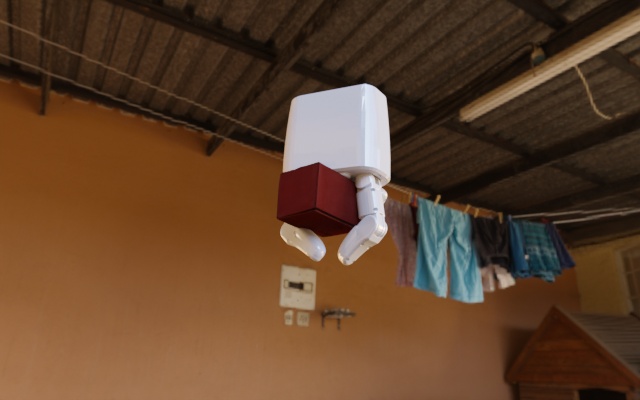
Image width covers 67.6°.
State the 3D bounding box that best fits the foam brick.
[{"bbox_3d":[0.000,0.002,0.492,0.053,0.051,0.078,-13,-25,36],"label":"foam brick"}]
